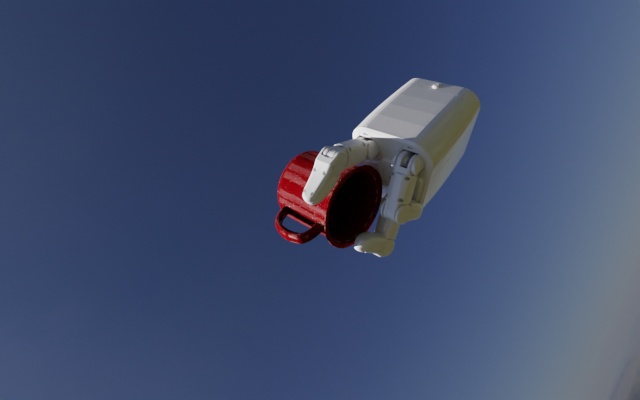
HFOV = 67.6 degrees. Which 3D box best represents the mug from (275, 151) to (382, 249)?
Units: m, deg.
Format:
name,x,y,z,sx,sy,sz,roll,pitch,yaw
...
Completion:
name,x,y,z,sx,sy,sz,roll,pitch,yaw
mug,-0.001,0.003,0.518,0.081,0.093,0.117,25,58,37
